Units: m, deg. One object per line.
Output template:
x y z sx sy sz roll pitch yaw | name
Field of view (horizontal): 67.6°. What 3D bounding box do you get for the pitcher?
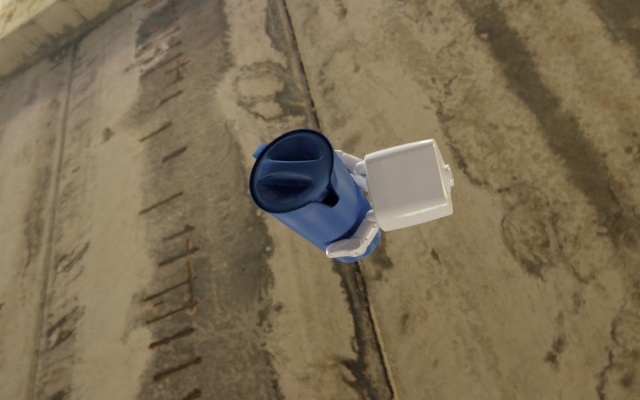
0.000 0.002 0.747 0.145 0.149 0.243 -15 -32 20 | pitcher
